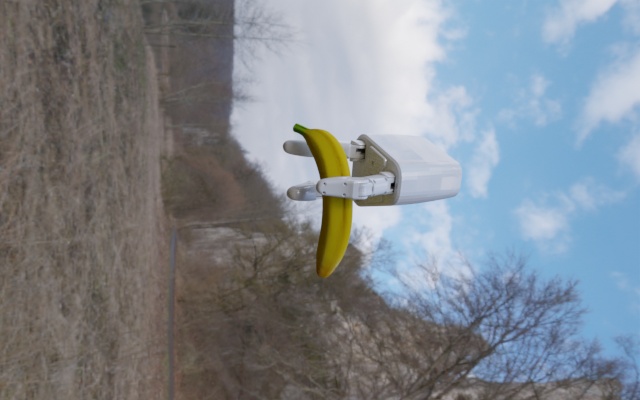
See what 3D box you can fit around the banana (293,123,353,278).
[{"bbox_3d":[0.011,-0.003,0.586,0.037,0.198,0.069,-7,-2,-38],"label":"banana"}]
